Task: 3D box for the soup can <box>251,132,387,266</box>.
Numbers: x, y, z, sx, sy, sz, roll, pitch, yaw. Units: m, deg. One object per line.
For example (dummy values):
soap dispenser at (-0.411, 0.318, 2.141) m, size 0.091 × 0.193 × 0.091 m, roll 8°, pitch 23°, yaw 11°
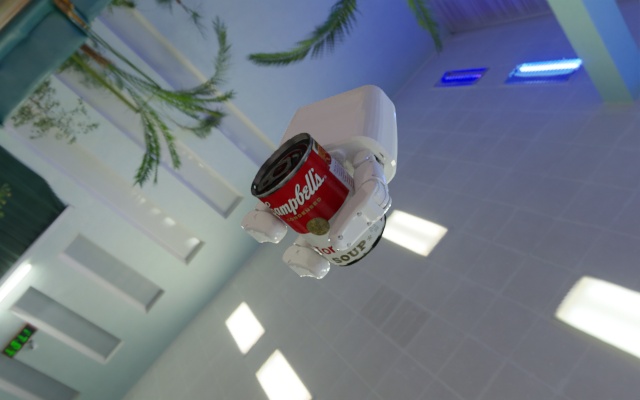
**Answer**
soup can at (0.000, 0.002, 0.409) m, size 0.102 × 0.068 × 0.068 m, roll 44°, pitch -22°, yaw -25°
